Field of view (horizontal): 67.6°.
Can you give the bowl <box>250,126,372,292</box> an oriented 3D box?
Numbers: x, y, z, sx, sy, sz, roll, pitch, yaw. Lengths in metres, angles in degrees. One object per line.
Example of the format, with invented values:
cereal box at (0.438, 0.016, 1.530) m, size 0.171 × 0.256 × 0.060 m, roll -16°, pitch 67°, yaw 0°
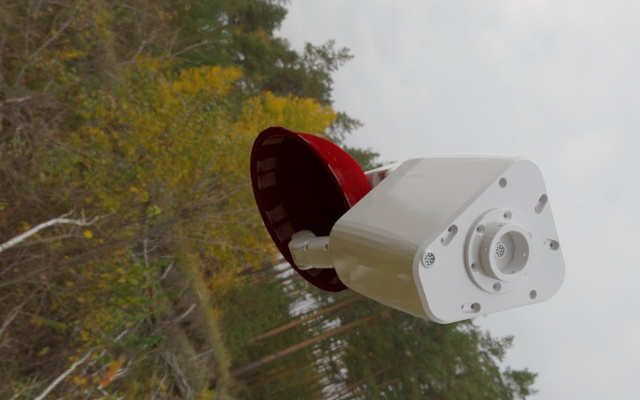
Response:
bowl at (0.000, 0.001, 0.447) m, size 0.055 × 0.162 × 0.162 m, roll -26°, pitch 14°, yaw -31°
